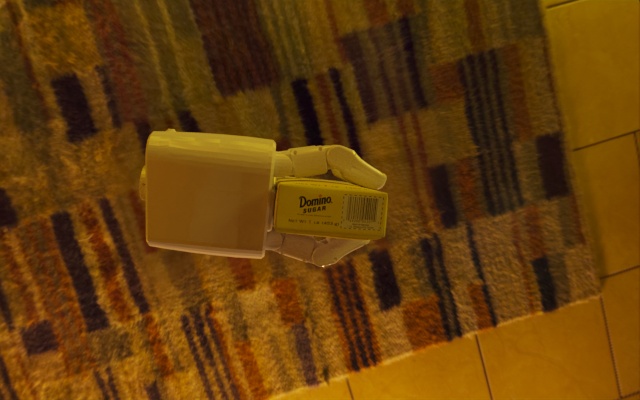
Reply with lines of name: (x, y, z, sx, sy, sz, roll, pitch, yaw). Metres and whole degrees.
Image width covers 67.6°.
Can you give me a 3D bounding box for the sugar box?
sugar box: (0.000, 0.001, 0.473, 0.093, 0.048, 0.176, 5, 7, -8)
